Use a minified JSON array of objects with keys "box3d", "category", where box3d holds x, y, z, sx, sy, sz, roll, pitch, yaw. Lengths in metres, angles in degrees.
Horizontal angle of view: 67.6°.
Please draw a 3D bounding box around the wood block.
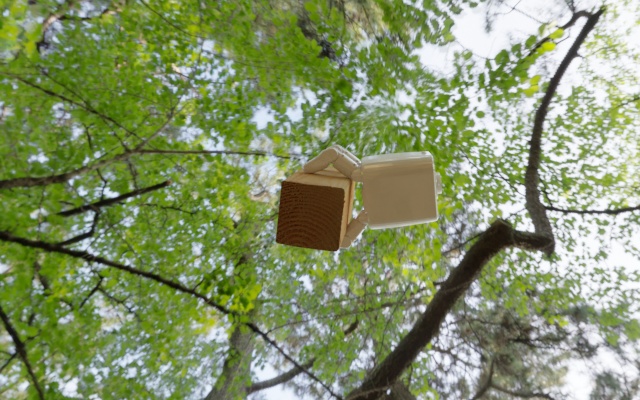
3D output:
[{"box3d":[0.001,0.003,0.740,0.090,0.091,0.206,7,12,7],"category":"wood block"}]
